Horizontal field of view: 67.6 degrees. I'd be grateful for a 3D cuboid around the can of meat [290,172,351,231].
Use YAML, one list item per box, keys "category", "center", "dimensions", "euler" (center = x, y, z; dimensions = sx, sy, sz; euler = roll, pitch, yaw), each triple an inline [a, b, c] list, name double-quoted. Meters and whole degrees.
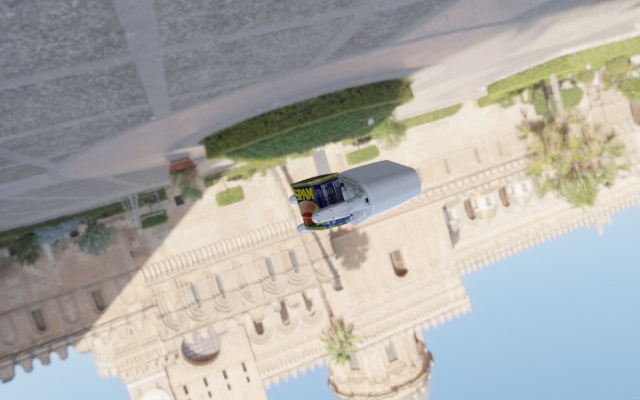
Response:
- category: "can of meat"
  center: [0.000, 0.003, 0.800]
  dimensions: [0.057, 0.084, 0.102]
  euler: [-21, 8, -27]
